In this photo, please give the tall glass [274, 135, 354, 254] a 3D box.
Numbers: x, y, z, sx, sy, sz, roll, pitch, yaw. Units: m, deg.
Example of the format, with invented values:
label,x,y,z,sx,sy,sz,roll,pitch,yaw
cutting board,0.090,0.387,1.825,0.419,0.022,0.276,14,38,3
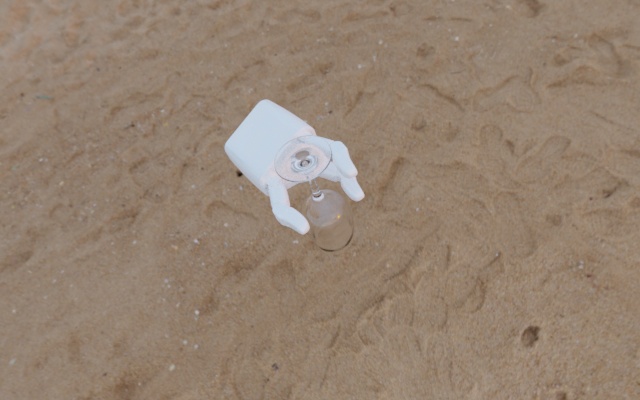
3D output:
label,x,y,z,sx,sy,sz,roll,pitch,yaw
tall glass,0.000,0.002,0.671,0.079,0.079,0.201,0,-34,16
